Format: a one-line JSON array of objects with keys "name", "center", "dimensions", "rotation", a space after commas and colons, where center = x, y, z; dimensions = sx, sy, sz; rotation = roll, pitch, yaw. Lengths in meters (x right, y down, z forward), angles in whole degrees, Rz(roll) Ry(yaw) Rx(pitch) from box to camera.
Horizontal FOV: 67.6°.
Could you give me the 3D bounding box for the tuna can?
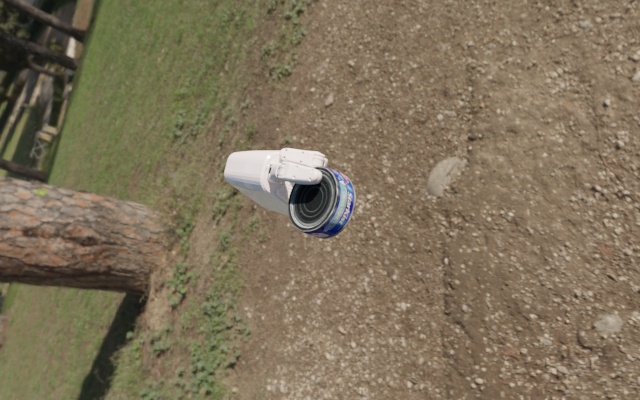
[{"name": "tuna can", "center": [0.000, 0.002, 0.587], "dimensions": [0.086, 0.086, 0.034], "rotation": [0, -15, 44]}]
